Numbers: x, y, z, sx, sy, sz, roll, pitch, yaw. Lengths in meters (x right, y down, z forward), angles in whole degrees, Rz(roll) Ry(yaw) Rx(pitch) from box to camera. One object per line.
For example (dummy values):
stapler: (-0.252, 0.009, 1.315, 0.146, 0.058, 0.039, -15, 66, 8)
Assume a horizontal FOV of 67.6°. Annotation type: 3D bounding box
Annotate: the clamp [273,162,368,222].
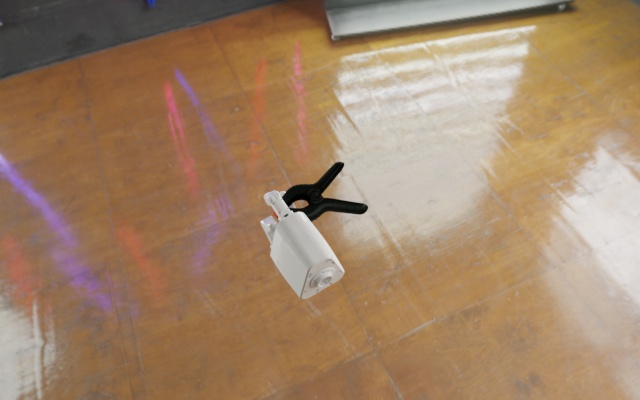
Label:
clamp: (0.000, 0.003, 0.883, 0.171, 0.120, 0.039, -28, -33, -16)
